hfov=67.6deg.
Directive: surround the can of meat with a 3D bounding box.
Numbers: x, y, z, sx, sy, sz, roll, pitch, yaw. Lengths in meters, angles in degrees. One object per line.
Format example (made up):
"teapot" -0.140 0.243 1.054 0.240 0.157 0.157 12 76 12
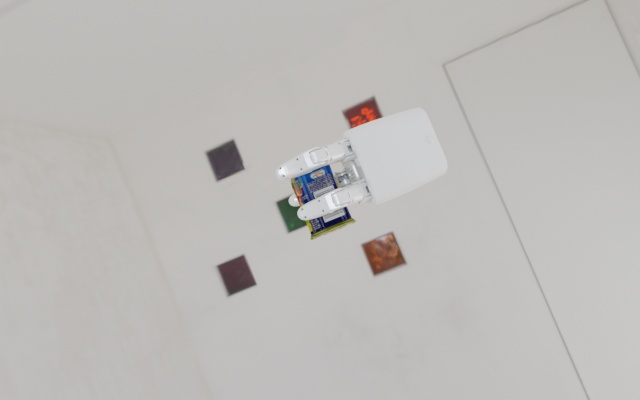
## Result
"can of meat" 0.000 0.002 0.620 0.057 0.084 0.102 -22 -4 -5
